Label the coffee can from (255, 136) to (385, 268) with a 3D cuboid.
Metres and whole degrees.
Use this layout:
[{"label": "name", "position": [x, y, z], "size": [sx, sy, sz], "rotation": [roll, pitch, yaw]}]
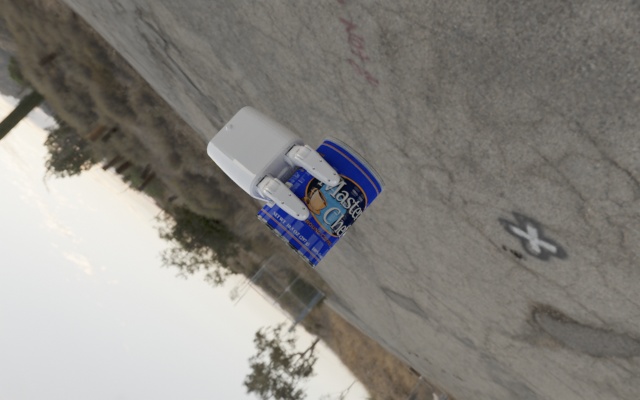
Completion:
[{"label": "coffee can", "position": [0.000, 0.002, 0.622], "size": [0.103, 0.140, 0.103], "rotation": [41, -7, 6]}]
